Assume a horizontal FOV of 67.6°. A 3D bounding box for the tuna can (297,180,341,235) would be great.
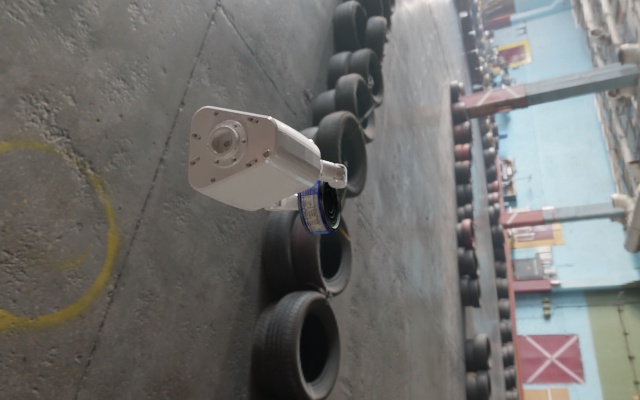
[{"bbox_3d":[0.001,0.002,0.635,0.034,0.086,0.086,-7,-2,18],"label":"tuna can"}]
